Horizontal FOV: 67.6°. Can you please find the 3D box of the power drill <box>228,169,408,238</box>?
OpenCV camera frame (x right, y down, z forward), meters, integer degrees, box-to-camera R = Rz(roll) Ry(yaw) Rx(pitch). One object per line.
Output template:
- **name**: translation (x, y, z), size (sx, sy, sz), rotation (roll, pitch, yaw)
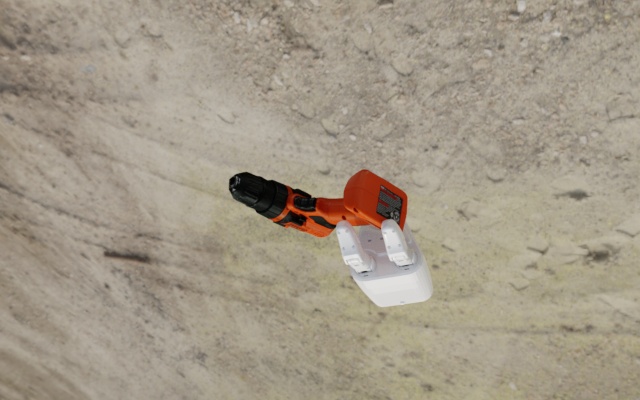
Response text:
- **power drill**: translation (0.001, 0.002, 0.609), size (0.187, 0.057, 0.184), rotation (-3, -19, 44)
